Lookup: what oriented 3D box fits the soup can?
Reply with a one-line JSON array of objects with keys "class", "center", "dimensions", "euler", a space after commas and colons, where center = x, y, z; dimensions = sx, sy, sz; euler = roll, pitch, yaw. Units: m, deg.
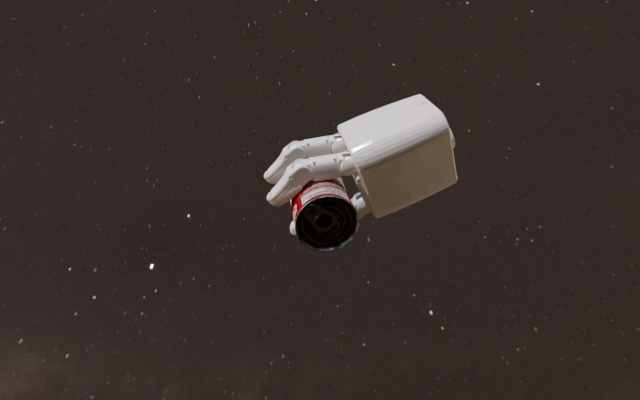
[{"class": "soup can", "center": [0.000, 0.002, 0.538], "dimensions": [0.068, 0.068, 0.102], "euler": [0, 28, -9]}]
